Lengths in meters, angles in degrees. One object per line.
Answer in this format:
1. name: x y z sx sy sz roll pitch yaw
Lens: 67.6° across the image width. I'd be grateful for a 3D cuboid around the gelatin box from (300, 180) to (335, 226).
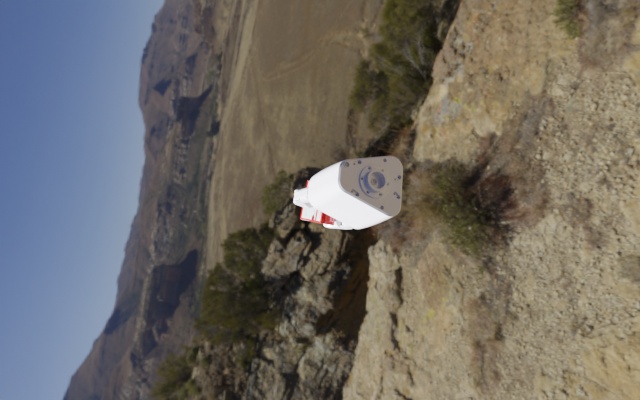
1. gelatin box: 0.000 0.003 0.840 0.030 0.073 0.089 11 -2 -26
